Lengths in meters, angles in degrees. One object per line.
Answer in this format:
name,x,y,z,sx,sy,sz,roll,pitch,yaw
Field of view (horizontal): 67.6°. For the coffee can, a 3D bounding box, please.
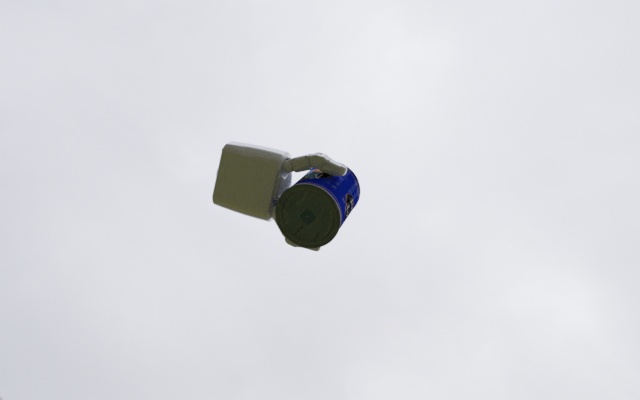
coffee can,0.000,0.003,0.773,0.103,0.103,0.140,0,19,18
